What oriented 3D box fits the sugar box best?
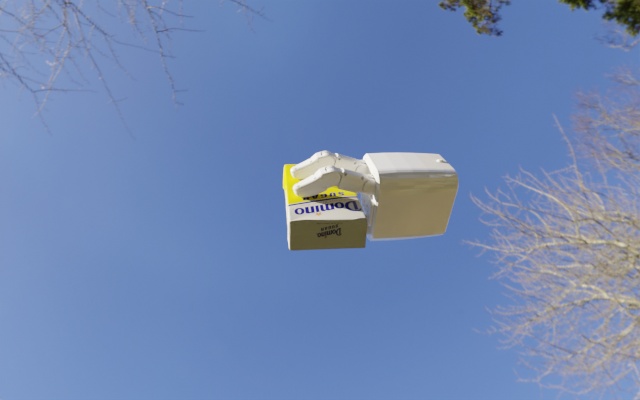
[{"bbox_3d":[0.000,0.001,0.626,0.093,0.048,0.176,-2,24,-7],"label":"sugar box"}]
